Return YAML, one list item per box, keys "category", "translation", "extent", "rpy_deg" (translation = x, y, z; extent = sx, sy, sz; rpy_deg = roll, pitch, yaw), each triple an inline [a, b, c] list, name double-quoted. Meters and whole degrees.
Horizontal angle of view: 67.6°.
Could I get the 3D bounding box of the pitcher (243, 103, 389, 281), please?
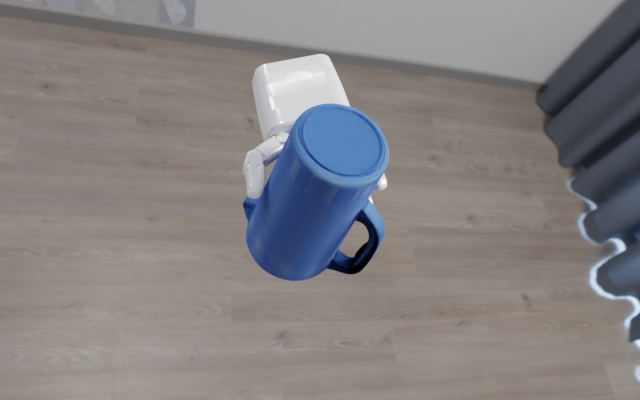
- category: "pitcher"
  translation: [0.000, 0.002, 0.590]
  extent: [0.149, 0.145, 0.243]
  rpy_deg: [-5, -27, -21]
